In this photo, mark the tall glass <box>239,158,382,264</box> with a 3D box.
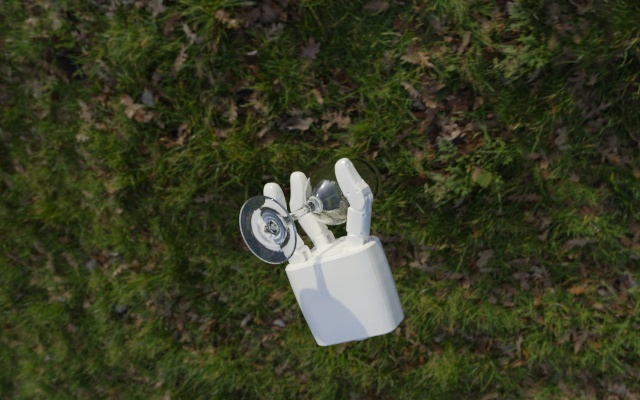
[{"bbox_3d":[0.000,0.002,0.562,0.079,0.079,0.201,0,17,35],"label":"tall glass"}]
